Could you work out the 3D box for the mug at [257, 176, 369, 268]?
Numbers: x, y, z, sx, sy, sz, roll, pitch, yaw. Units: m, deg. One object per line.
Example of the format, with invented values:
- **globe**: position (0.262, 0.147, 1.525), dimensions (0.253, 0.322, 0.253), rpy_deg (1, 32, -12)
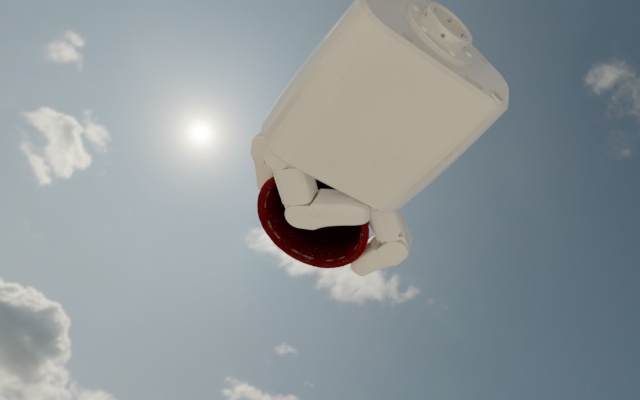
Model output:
- **mug**: position (-0.001, 0.002, 0.407), dimensions (0.117, 0.093, 0.081), rpy_deg (-43, 9, 40)
